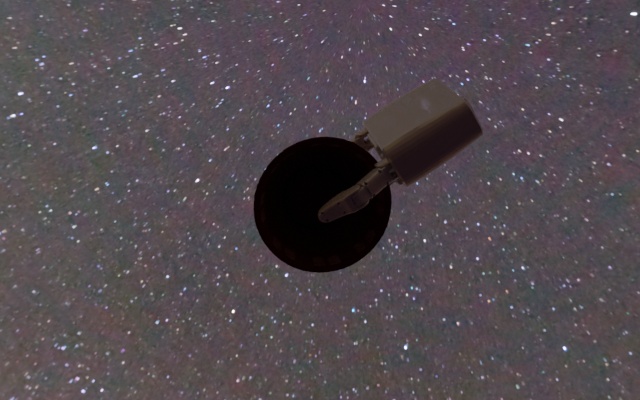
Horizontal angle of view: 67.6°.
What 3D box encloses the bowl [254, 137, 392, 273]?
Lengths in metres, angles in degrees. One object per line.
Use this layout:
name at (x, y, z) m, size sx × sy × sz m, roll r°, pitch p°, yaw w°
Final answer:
bowl at (-0.001, 0.002, 0.574) m, size 0.162 × 0.162 × 0.055 m, roll 0°, pitch 13°, yaw -10°
